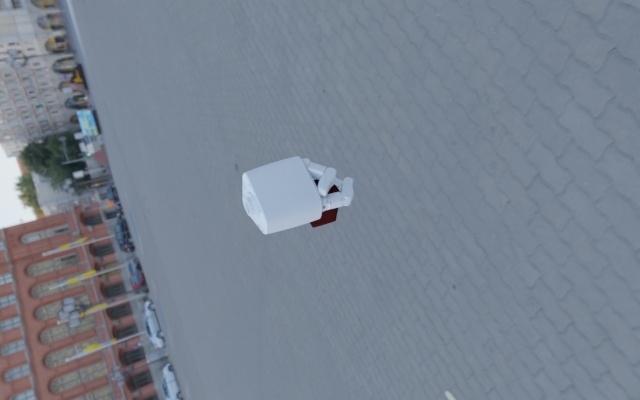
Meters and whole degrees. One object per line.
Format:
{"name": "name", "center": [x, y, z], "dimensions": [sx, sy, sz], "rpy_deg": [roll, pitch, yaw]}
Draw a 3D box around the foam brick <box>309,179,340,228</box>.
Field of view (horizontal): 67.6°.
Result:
{"name": "foam brick", "center": [0.000, 0.003, 0.889], "dimensions": [0.051, 0.078, 0.053], "rpy_deg": [-18, 52, -24]}
